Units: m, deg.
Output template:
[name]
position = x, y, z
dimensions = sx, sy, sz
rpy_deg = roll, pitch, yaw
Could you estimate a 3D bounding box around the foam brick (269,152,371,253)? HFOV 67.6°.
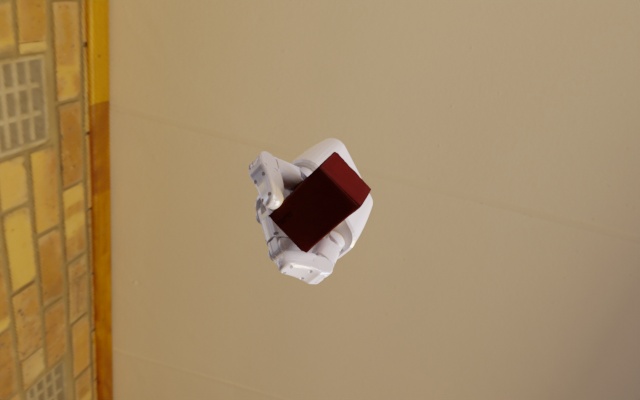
[foam brick]
position = 0.000, 0.001, 0.452
dimensions = 0.078, 0.053, 0.051
rpy_deg = -42, 3, 29
